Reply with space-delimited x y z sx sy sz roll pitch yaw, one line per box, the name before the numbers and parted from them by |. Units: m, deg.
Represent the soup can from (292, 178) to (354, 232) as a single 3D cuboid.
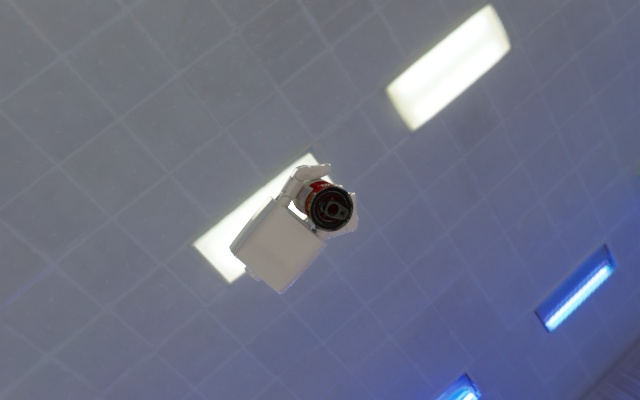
soup can | 0.000 0.002 0.737 0.068 0.068 0.102 0 12 -20
